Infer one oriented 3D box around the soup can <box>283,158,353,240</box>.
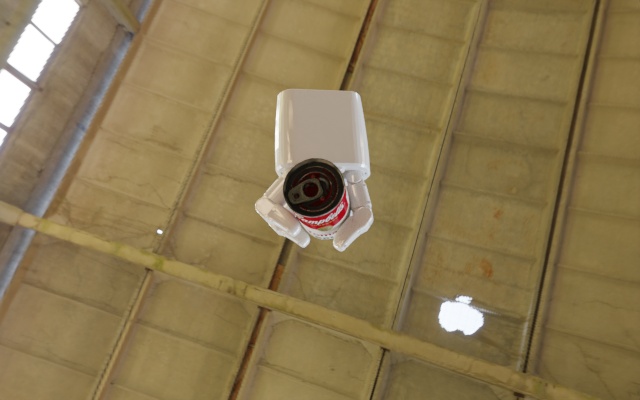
[{"bbox_3d":[0.000,0.002,0.557,0.068,0.068,0.102,0,-19,9],"label":"soup can"}]
